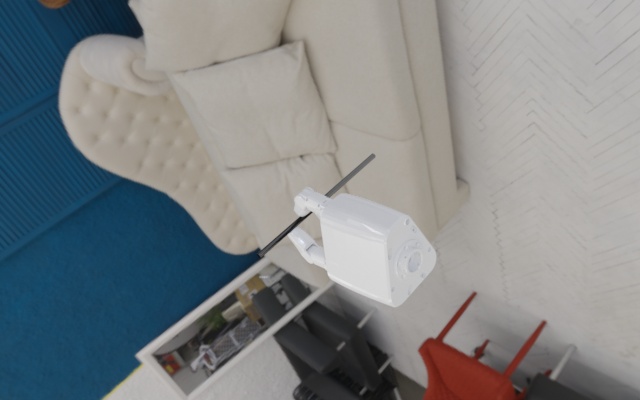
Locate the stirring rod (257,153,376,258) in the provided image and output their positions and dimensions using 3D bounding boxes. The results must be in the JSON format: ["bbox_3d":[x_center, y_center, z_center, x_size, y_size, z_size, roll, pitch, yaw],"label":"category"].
[{"bbox_3d":[0.000,0.002,0.684,0.239,0.011,0.011,-41,20,-25],"label":"stirring rod"}]
